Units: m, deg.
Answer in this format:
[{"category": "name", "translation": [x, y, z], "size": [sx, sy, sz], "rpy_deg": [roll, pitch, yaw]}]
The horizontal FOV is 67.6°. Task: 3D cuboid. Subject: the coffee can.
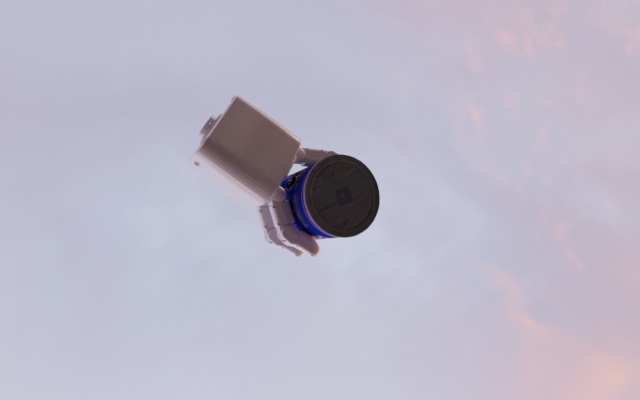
[{"category": "coffee can", "translation": [0.000, 0.002, 0.642], "size": [0.103, 0.103, 0.140], "rpy_deg": [0, -7, -24]}]
